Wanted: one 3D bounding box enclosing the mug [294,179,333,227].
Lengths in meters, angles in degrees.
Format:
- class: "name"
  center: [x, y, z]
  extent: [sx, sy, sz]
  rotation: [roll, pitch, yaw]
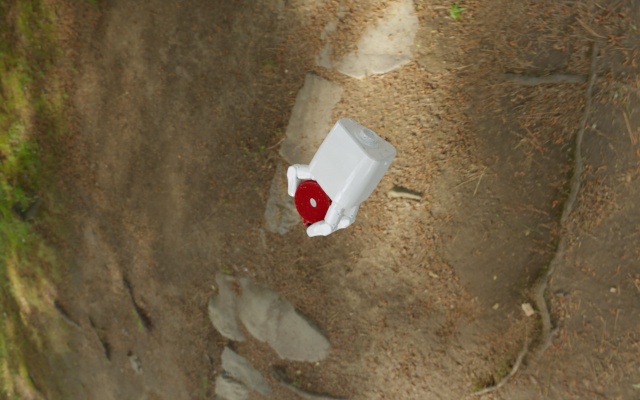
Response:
- class: "mug"
  center: [-0.001, 0.004, 0.883]
  extent: [0.093, 0.117, 0.081]
  rotation: [42, 33, 16]
